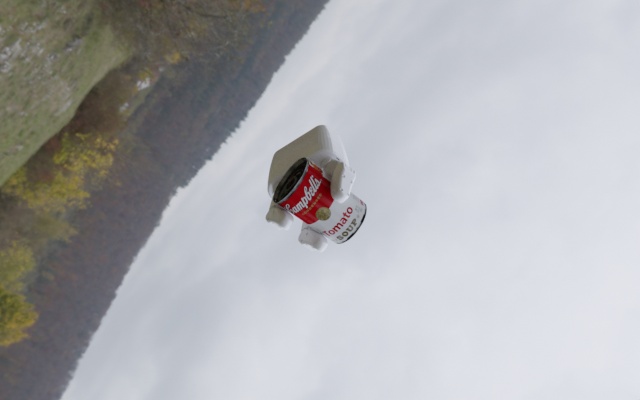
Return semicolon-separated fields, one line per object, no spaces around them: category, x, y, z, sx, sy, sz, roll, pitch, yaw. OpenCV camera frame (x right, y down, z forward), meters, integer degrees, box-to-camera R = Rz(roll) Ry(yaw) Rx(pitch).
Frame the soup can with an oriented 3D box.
soup can;0.000;0.002;0.607;0.102;0.068;0.068;36;-15;-21
